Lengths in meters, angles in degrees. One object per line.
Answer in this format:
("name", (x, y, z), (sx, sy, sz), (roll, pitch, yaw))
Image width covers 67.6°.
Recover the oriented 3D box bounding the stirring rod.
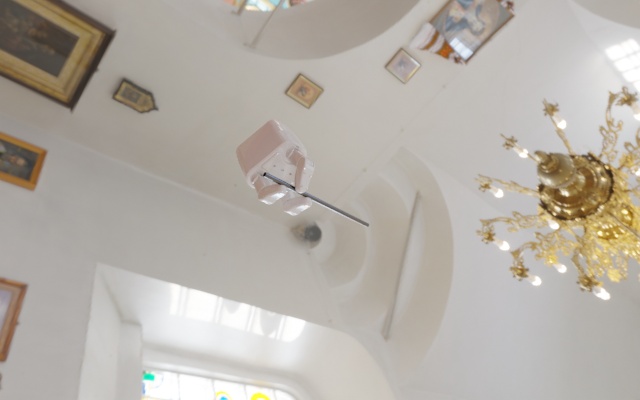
("stirring rod", (0.000, 0.003, 0.814), (0.239, 0.011, 0.011), (26, -16, -36))
